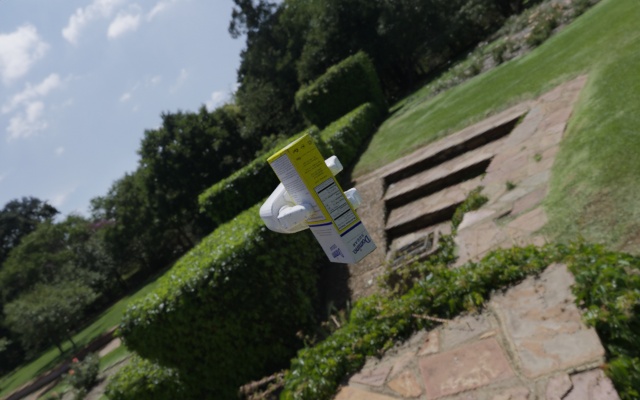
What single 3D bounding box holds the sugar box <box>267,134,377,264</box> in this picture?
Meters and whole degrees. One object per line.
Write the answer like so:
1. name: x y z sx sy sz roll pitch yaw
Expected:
1. sugar box: 0.000 0.002 0.652 0.048 0.176 0.093 -37 9 -19
